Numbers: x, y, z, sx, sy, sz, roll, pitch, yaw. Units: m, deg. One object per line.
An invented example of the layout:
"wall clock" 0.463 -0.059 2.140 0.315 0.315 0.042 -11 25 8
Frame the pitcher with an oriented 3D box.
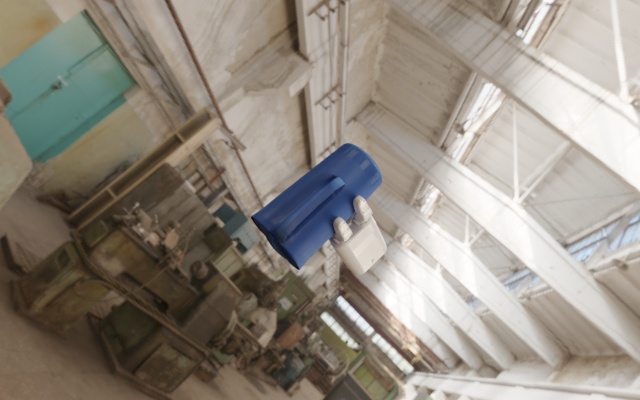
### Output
"pitcher" 0.000 0.003 0.892 0.149 0.243 0.145 33 -18 49
